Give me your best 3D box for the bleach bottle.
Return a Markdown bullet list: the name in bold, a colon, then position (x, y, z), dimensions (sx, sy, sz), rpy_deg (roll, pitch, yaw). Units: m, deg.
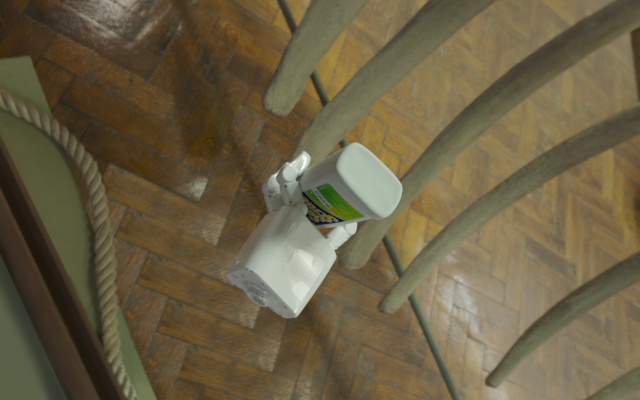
- **bleach bottle**: position (0.000, 0.002, 0.689), dimensions (0.102, 0.068, 0.251), rpy_deg (44, -30, -13)
